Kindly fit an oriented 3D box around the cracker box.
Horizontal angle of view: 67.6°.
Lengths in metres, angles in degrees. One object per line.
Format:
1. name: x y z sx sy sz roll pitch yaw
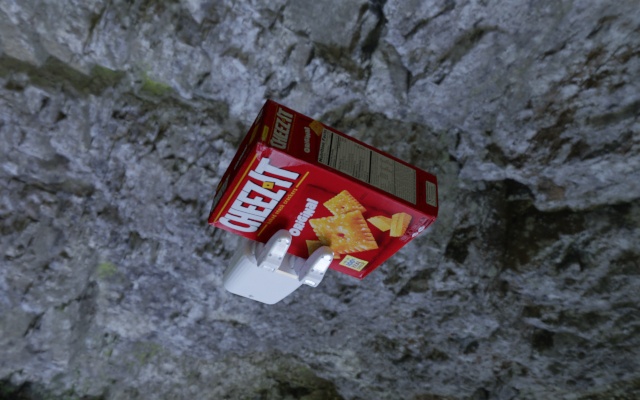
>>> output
1. cracker box: 0.000 0.002 0.548 0.214 0.072 0.164 22 -41 -18
